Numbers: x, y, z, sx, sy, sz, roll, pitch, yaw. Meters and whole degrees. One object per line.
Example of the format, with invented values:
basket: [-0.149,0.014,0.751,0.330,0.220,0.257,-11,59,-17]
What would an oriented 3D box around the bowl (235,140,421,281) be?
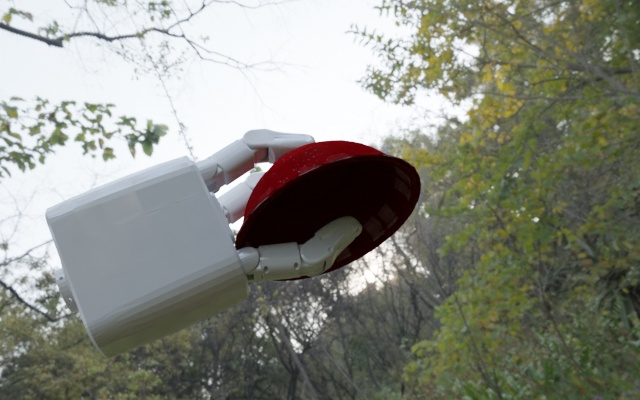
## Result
bowl: [0.001,0.001,0.402,0.162,0.055,0.162,-17,-34,-12]
